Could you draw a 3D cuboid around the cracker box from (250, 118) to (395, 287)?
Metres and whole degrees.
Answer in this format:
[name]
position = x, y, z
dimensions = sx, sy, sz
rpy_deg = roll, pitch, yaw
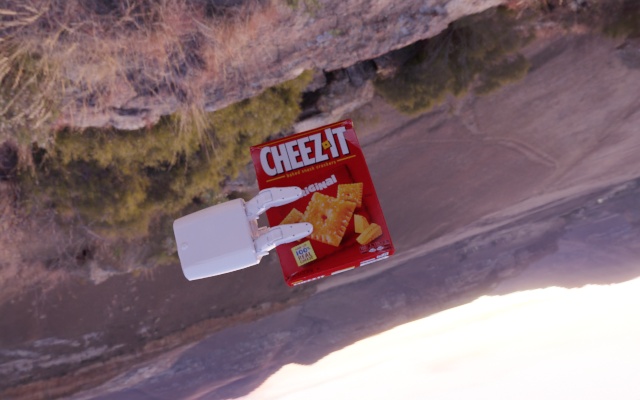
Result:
[cracker box]
position = 0.000, 0.003, 0.715
dimensions = 0.164, 0.213, 0.072
rpy_deg = -16, -14, -2
